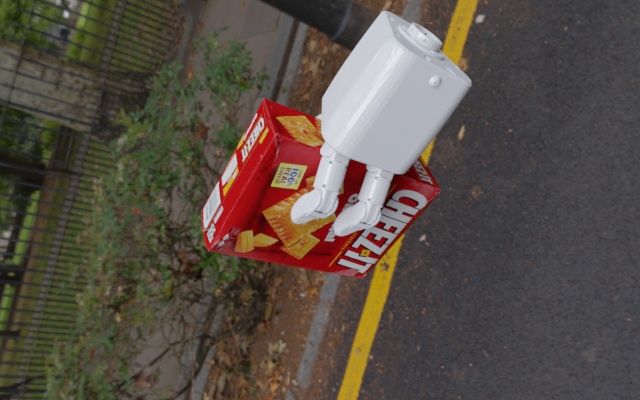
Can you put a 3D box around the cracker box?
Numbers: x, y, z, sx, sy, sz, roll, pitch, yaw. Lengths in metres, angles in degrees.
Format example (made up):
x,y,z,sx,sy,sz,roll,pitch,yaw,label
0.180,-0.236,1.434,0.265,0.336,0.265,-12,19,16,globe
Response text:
x,y,z,sx,sy,sz,roll,pitch,yaw,label
0.000,0.002,0.529,0.214,0.164,0.072,15,37,-31,cracker box
